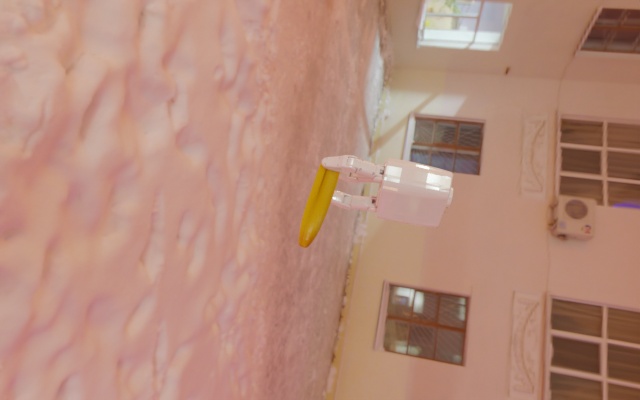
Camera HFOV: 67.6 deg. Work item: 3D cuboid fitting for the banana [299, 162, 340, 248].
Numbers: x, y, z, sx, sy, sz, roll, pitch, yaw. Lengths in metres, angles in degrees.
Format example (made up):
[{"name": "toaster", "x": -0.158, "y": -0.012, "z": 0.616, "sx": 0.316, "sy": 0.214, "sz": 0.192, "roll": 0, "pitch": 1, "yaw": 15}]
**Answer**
[{"name": "banana", "x": 0.004, "y": -0.013, "z": 0.781, "sx": 0.037, "sy": 0.070, "sz": 0.197, "roll": 15, "pitch": 46, "yaw": 3}]
